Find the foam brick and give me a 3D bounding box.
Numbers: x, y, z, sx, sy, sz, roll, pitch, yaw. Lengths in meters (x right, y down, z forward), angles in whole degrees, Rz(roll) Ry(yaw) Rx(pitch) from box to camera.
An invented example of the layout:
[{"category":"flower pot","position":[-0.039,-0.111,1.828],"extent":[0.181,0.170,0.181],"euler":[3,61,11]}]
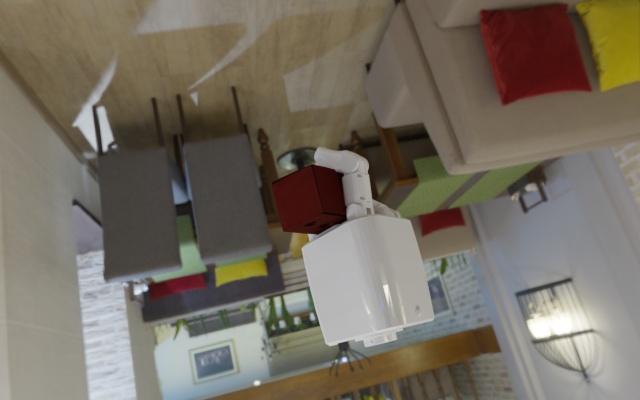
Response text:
[{"category":"foam brick","position":[0.000,0.001,0.476],"extent":[0.053,0.051,0.078],"euler":[-23,-20,33]}]
